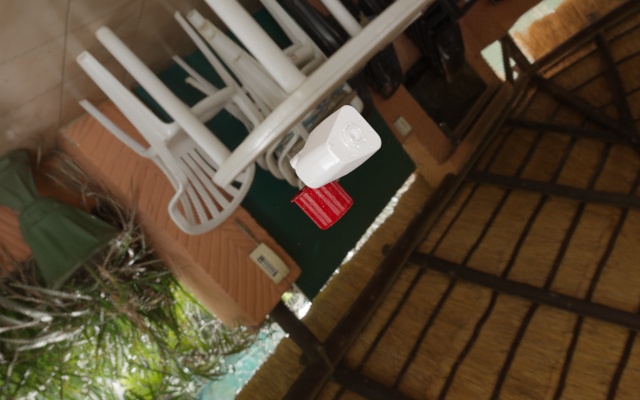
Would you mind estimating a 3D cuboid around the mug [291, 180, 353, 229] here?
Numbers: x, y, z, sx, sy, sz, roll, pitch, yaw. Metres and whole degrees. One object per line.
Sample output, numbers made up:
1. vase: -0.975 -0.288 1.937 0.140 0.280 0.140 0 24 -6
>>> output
1. mug: 0.000 0.004 0.898 0.093 0.081 0.117 -48 7 -34
